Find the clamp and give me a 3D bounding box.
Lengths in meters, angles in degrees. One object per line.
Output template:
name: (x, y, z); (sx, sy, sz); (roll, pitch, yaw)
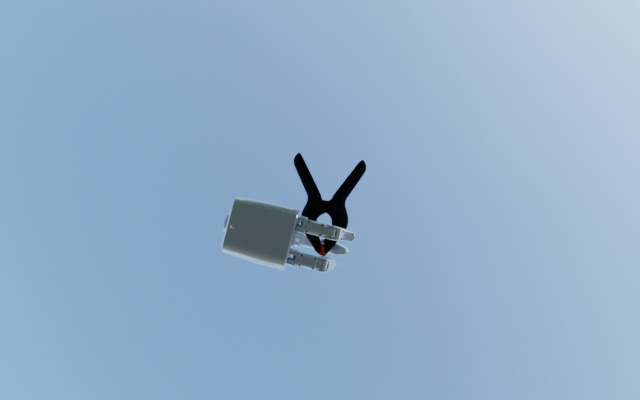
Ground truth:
clamp: (0.000, 0.003, 0.791); (0.120, 0.171, 0.039); (14, -2, -2)
